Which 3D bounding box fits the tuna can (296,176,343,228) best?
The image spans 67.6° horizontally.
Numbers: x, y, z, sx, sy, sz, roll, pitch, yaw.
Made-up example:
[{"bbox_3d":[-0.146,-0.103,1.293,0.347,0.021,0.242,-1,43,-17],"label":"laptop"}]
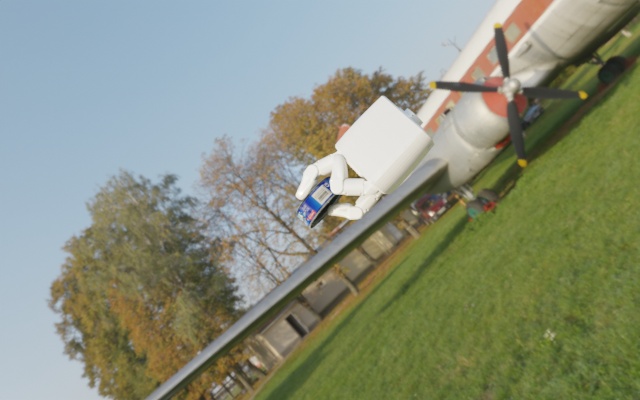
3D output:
[{"bbox_3d":[0.000,0.002,0.776,0.033,0.086,0.086,41,8,9],"label":"tuna can"}]
